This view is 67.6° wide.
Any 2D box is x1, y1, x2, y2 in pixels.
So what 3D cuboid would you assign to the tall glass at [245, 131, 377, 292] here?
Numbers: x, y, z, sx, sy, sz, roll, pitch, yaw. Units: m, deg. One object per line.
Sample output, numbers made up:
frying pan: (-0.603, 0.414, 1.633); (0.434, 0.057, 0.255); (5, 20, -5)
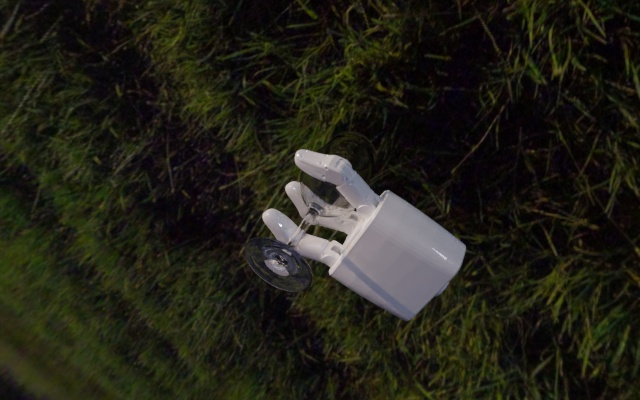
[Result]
tall glass: (0.000, 0.002, 0.528); (0.079, 0.079, 0.201); (0, 39, 32)
